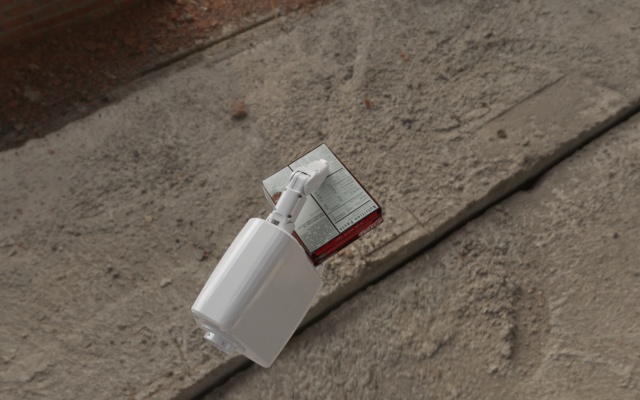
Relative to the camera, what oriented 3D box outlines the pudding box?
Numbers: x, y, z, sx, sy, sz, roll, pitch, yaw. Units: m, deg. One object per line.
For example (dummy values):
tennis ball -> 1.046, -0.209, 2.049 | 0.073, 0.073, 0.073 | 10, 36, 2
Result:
pudding box -> 0.000, 0.002, 0.518 | 0.090, 0.113, 0.039 | -32, -28, -9
